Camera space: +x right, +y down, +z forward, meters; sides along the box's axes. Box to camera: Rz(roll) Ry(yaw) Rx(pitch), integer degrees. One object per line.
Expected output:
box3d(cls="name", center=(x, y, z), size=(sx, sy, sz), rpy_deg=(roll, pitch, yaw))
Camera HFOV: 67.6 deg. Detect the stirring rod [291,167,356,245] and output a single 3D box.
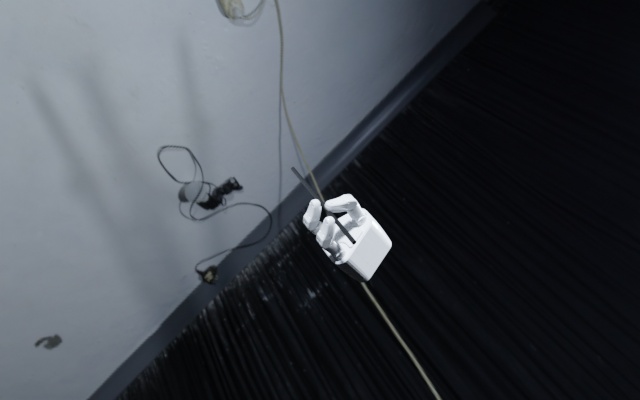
box3d(cls="stirring rod", center=(0.000, 0.003, 0.860), size=(0.011, 0.011, 0.239), rpy_deg=(0, 33, -33))
